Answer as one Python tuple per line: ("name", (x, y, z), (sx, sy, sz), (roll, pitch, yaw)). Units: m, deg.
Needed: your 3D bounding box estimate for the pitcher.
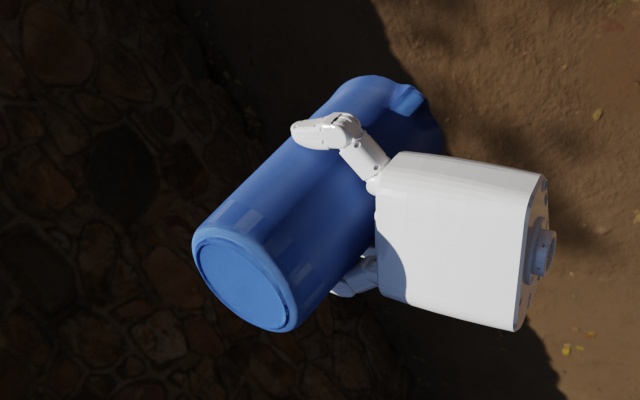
("pitcher", (0.000, 0.001, 0.441), (0.145, 0.149, 0.242), (12, 42, 34))
